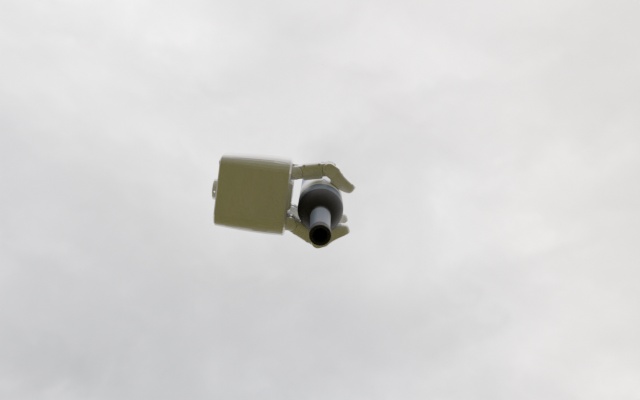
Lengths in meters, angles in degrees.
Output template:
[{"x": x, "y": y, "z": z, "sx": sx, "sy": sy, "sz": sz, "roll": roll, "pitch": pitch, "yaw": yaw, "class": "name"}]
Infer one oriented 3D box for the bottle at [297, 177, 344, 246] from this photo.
[{"x": 0.000, "y": 0.002, "z": 0.720, "sx": 0.069, "sy": 0.069, "sz": 0.295, "roll": 0, "pitch": 16, "yaw": 0, "class": "bottle"}]
